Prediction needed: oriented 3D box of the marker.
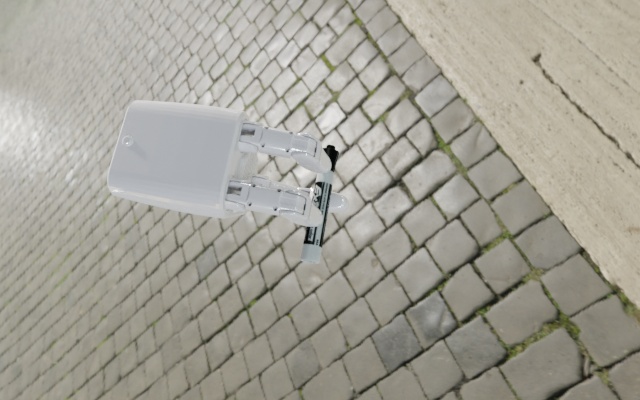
[{"bbox_3d":[0.000,0.002,0.473,0.020,0.121,0.020,10,-15,3],"label":"marker"}]
